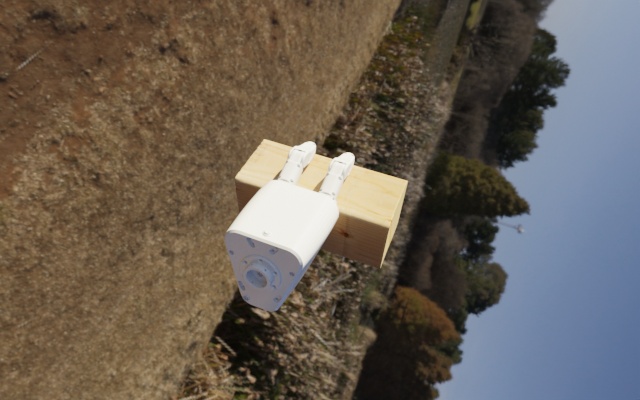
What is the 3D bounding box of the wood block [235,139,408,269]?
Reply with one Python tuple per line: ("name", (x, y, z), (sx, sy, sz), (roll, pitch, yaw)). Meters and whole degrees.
("wood block", (0.000, 0.003, 0.644), (0.206, 0.091, 0.090), (18, 49, 13))
